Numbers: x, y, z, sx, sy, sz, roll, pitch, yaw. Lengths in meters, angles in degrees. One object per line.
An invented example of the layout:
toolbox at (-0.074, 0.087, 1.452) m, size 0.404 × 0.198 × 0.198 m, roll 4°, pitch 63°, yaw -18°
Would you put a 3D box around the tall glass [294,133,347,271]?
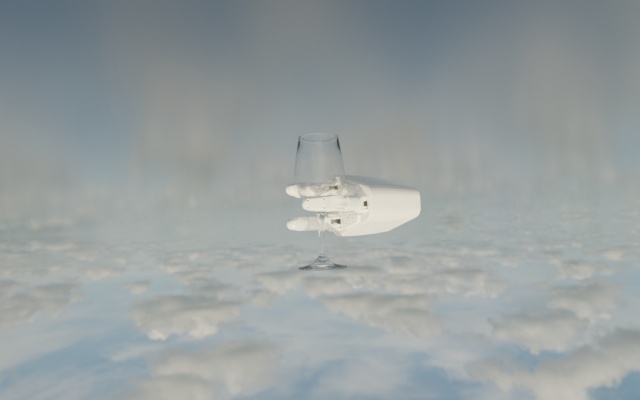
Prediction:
tall glass at (0.000, 0.003, 0.723) m, size 0.079 × 0.201 × 0.079 m, roll -2°, pitch -3°, yaw 0°
